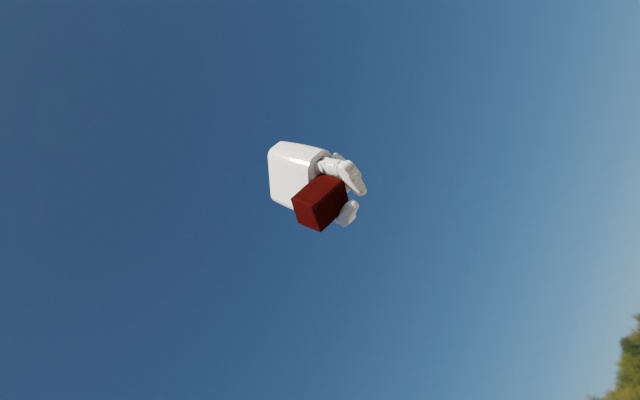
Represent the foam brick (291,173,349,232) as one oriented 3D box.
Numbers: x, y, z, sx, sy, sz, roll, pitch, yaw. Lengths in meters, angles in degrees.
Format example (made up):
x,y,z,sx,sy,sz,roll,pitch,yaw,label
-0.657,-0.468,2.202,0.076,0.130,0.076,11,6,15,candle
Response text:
x,y,z,sx,sy,sz,roll,pitch,yaw,label
0.000,0.003,0.759,0.051,0.053,0.078,20,49,38,foam brick
